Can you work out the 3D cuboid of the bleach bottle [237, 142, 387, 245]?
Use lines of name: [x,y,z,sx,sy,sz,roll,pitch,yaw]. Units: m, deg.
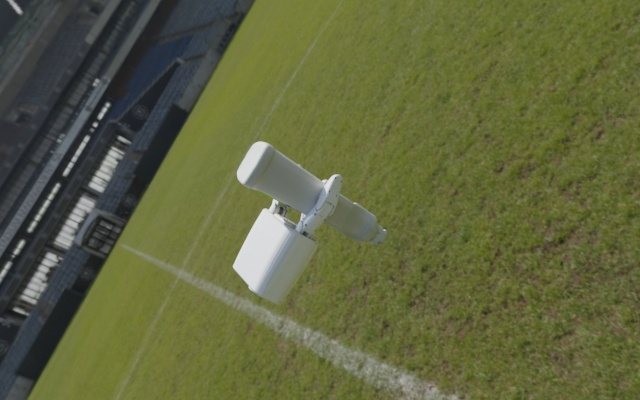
bleach bottle: [0.000,0.002,0.721,0.251,0.068,0.102,30,0,-21]
